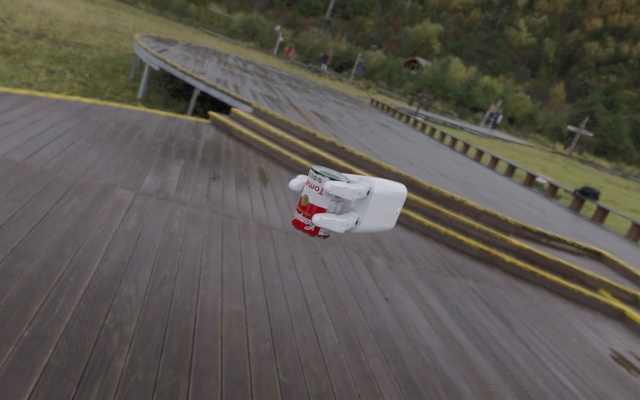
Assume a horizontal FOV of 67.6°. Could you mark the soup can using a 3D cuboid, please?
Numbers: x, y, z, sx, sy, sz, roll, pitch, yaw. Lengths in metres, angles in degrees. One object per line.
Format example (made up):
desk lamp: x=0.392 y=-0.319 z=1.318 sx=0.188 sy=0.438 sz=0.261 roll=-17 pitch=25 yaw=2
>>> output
soup can: x=0.000 y=0.002 z=0.775 sx=0.068 sy=0.102 sz=0.068 roll=19 pitch=15 yaw=-5
